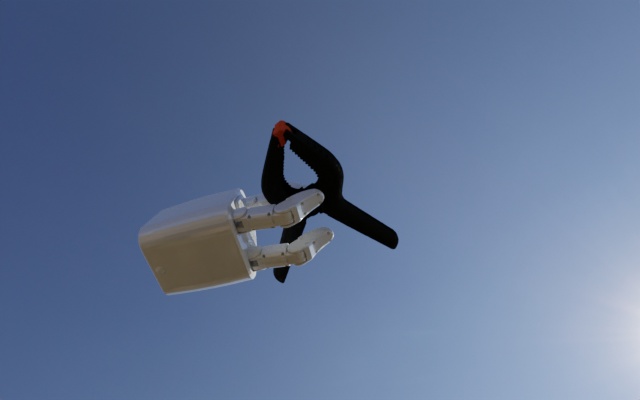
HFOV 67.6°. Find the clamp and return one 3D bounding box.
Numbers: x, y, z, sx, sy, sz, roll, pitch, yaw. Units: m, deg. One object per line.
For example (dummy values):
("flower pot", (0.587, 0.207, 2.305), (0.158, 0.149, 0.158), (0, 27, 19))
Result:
("clamp", (0.000, 0.001, 0.561), (0.164, 0.210, 0.036), (-13, 32, 3))
